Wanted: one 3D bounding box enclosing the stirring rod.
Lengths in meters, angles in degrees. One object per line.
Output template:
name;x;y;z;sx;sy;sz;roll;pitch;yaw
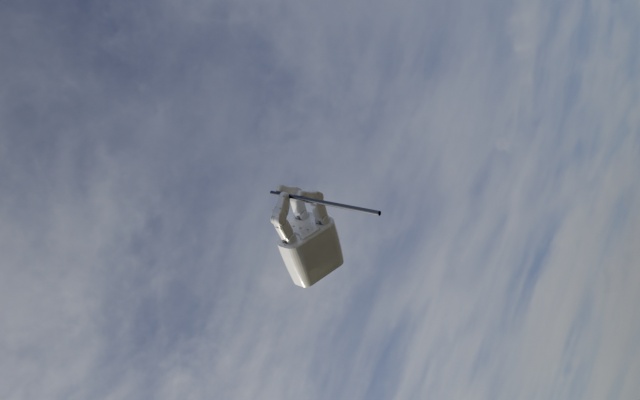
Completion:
stirring rod;0.000;0.003;0.819;0.239;0.011;0.011;11;7;39
